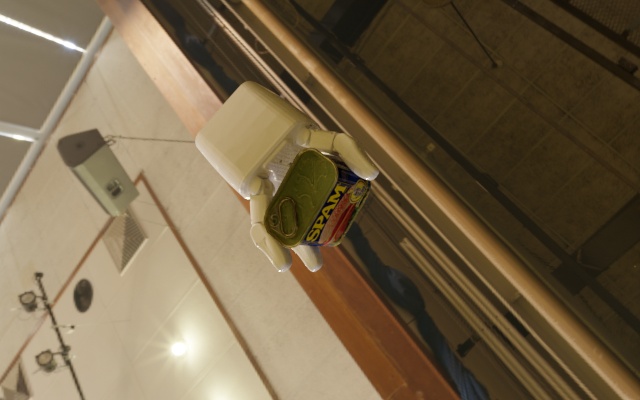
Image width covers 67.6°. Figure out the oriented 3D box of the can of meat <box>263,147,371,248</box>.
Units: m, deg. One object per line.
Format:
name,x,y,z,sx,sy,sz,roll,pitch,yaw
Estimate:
can of meat,0.000,0.002,0.515,0.057,0.102,0.084,37,14,31
